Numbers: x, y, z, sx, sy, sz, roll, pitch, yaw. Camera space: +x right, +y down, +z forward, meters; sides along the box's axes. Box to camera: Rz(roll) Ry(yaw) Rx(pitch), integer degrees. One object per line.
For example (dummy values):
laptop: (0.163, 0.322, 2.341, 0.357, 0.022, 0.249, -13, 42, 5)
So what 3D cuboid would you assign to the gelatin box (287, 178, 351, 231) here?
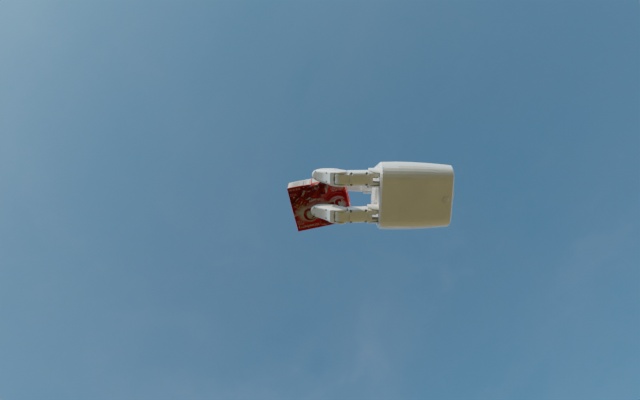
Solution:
gelatin box: (0.000, 0.002, 0.735, 0.089, 0.073, 0.030, -11, 19, 7)
